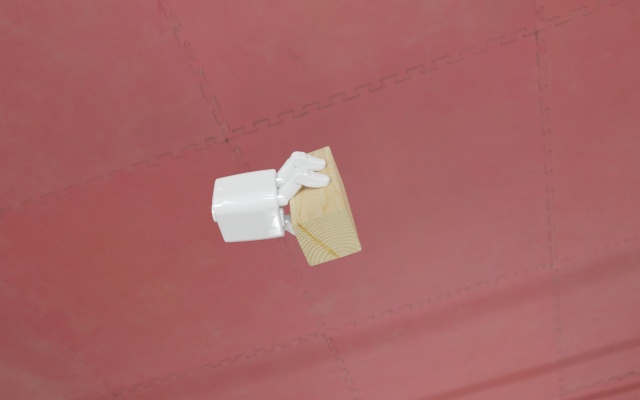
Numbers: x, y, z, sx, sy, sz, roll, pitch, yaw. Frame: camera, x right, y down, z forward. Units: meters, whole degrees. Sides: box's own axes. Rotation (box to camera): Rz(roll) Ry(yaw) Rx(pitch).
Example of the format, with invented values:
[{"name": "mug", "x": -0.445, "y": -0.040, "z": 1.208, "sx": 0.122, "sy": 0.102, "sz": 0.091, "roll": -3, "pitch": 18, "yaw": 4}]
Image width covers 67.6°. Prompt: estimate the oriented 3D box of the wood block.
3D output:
[{"name": "wood block", "x": 0.000, "y": 0.003, "z": 0.823, "sx": 0.090, "sy": 0.091, "sz": 0.206, "roll": -18, "pitch": 34, "yaw": 5}]
